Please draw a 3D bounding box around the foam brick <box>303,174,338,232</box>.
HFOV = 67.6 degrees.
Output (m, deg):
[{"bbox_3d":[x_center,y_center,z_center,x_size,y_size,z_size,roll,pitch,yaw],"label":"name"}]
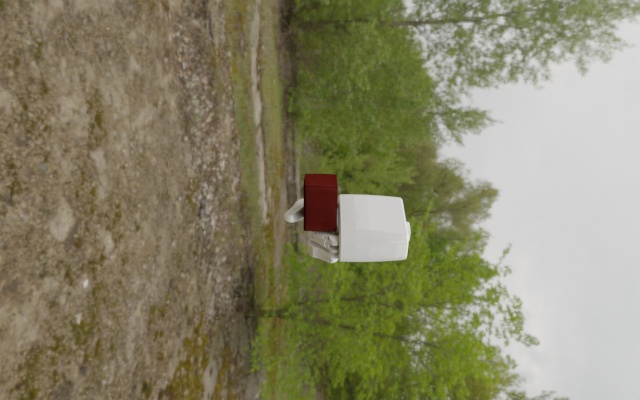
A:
[{"bbox_3d":[0.000,0.002,0.741,0.051,0.078,0.053,1,27,1],"label":"foam brick"}]
